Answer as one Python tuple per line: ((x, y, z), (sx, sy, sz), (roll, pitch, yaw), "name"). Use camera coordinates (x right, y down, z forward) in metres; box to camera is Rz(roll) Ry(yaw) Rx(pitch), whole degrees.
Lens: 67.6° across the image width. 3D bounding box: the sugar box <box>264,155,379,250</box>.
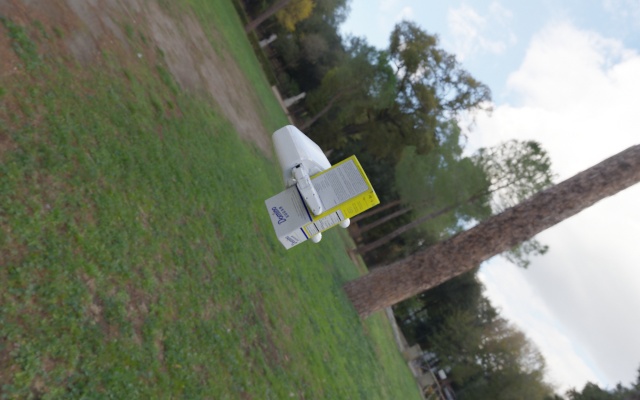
((0.000, 0.003, 0.808), (0.176, 0.093, 0.048), (-28, -41, 5), "sugar box")
